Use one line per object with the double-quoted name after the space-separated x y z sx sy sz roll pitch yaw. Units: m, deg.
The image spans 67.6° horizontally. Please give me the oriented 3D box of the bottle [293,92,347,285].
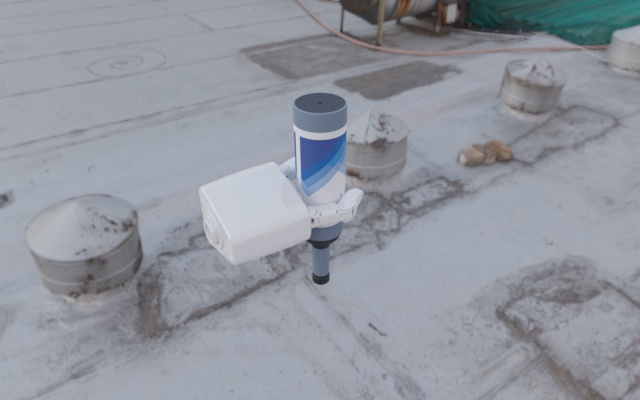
0.000 0.002 0.663 0.069 0.296 0.069 0 35 0 "bottle"
